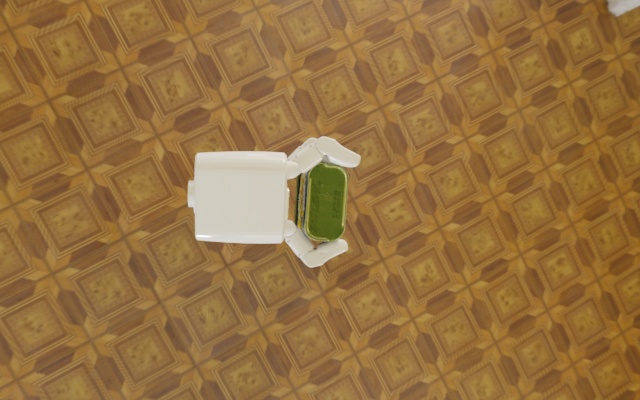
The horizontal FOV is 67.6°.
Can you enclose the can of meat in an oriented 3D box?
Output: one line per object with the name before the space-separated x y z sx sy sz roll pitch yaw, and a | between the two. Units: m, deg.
can of meat | 0.000 0.002 0.622 0.057 0.102 0.084 4 0 -10
